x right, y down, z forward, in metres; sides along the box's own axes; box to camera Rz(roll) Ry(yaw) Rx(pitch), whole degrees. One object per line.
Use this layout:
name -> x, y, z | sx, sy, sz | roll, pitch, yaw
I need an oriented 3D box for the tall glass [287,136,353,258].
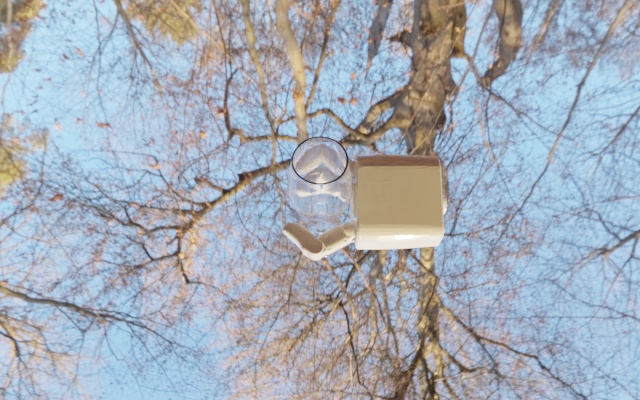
tall glass -> 0.000, 0.002, 0.600 | 0.079, 0.079, 0.201 | 0, -27, 1
